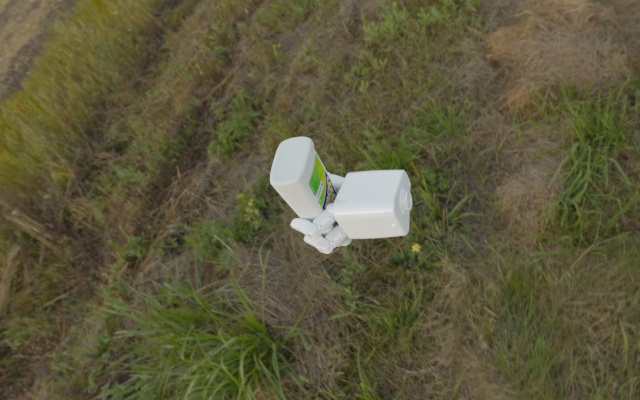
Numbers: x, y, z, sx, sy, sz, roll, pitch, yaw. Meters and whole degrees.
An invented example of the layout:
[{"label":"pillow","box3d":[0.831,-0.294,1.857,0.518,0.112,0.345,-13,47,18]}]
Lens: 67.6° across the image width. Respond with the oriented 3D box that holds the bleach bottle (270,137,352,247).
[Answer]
[{"label":"bleach bottle","box3d":[0.000,0.003,0.863,0.068,0.102,0.251,-4,-35,26]}]
